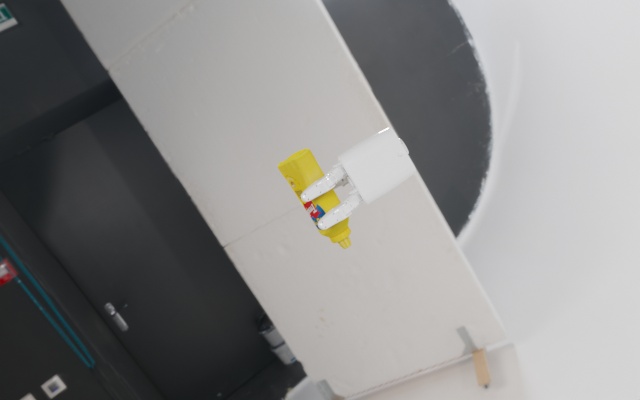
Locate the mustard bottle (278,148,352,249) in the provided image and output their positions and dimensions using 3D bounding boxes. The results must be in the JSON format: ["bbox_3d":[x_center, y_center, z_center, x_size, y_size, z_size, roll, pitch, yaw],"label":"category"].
[{"bbox_3d":[0.000,0.003,0.847,0.058,0.191,0.096,-36,11,-22],"label":"mustard bottle"}]
